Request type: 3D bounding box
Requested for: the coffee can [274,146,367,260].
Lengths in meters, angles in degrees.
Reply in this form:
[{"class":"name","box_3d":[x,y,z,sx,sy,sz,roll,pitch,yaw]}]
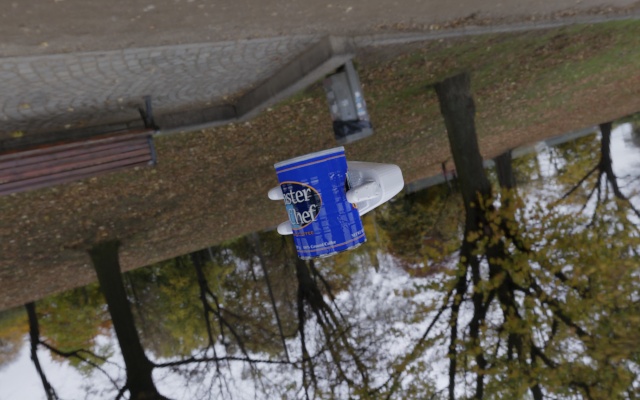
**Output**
[{"class":"coffee can","box_3d":[0.000,0.002,0.685,0.103,0.140,0.103,-14,4,1]}]
